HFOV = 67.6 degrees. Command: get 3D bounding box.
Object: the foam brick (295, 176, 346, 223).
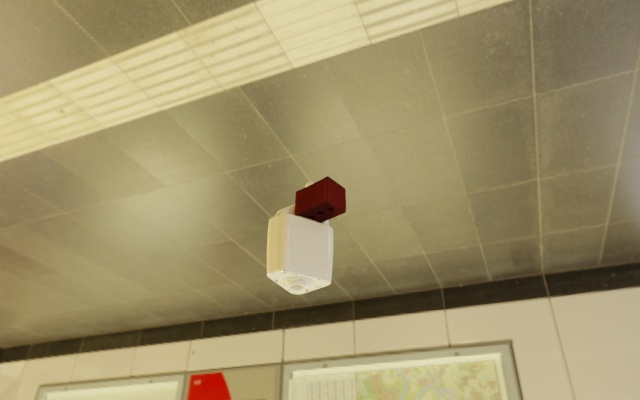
[{"bbox_3d":[0.000,0.003,0.841,0.078,0.051,0.053,-25,-40,35],"label":"foam brick"}]
